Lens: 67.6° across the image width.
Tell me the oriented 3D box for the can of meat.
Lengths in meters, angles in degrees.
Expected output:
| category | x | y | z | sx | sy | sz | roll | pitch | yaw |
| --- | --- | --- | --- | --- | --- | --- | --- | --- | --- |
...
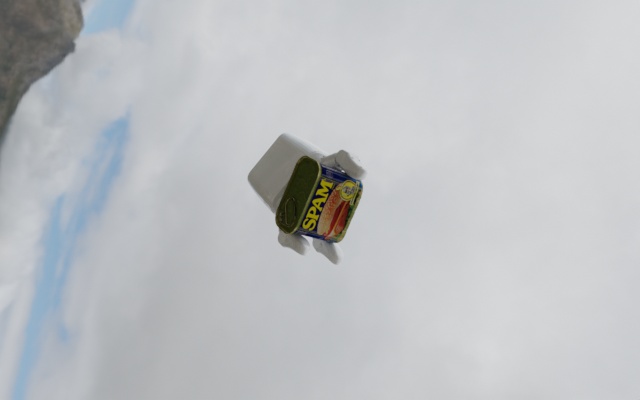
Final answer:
| category | x | y | z | sx | sy | sz | roll | pitch | yaw |
| --- | --- | --- | --- | --- | --- | --- | --- | --- | --- |
| can of meat | 0.000 | 0.002 | 0.637 | 0.084 | 0.102 | 0.057 | 17 | 10 | -37 |
